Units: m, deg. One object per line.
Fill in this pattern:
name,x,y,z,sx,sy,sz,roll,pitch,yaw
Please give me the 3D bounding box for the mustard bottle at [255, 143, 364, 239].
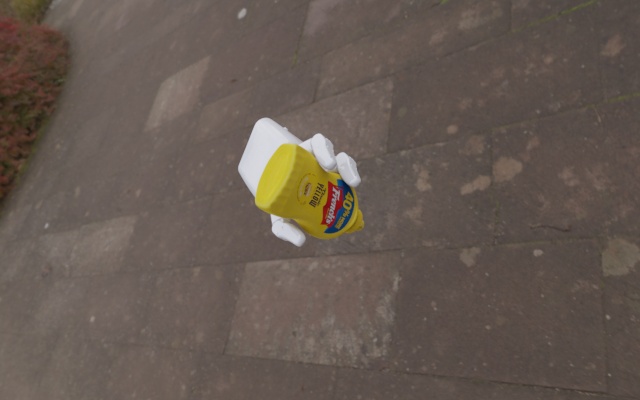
mustard bottle,0.000,0.002,0.680,0.058,0.096,0.192,12,-15,46
